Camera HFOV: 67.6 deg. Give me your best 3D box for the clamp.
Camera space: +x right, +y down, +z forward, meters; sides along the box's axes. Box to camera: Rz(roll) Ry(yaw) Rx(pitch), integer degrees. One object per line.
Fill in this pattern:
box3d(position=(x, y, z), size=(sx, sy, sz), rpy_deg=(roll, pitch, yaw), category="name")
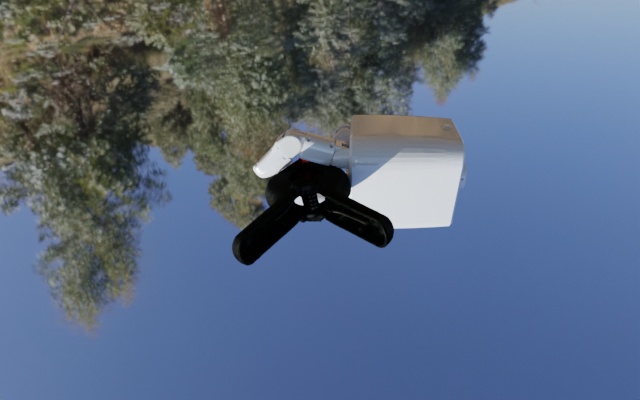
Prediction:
box3d(position=(0.000, 0.002, 0.416), size=(0.120, 0.039, 0.171), rpy_deg=(2, 28, 5), category="clamp")
